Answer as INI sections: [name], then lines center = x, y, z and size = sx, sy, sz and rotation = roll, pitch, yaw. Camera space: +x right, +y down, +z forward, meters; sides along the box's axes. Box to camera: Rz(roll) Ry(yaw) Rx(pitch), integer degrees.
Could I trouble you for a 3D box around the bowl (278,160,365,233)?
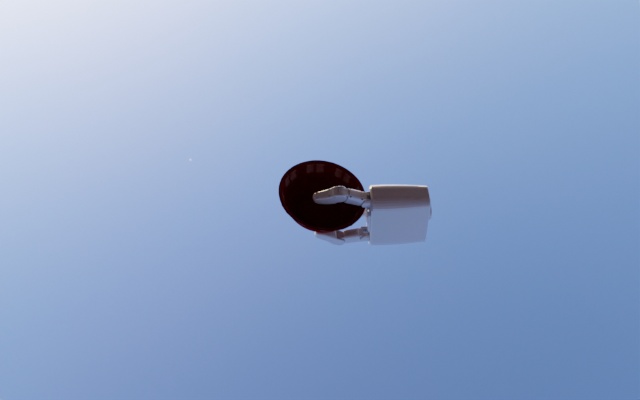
[bowl]
center = -0.001, 0.003, 0.881
size = 0.162, 0.162, 0.055
rotation = 0, -37, -13
